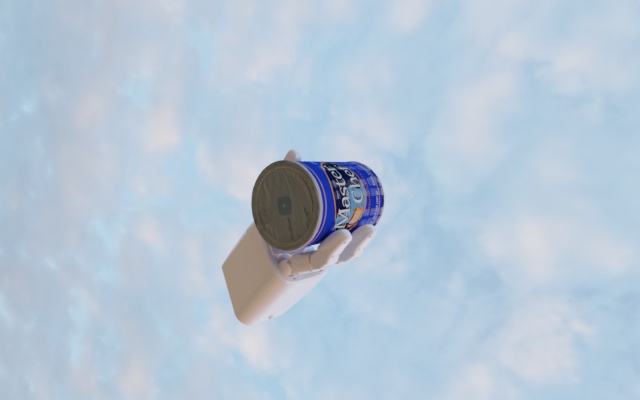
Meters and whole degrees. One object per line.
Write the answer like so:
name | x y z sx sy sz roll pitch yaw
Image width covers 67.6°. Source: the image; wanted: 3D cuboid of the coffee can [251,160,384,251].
coffee can | 0.000 0.002 0.589 0.103 0.103 0.140 0 3 37
